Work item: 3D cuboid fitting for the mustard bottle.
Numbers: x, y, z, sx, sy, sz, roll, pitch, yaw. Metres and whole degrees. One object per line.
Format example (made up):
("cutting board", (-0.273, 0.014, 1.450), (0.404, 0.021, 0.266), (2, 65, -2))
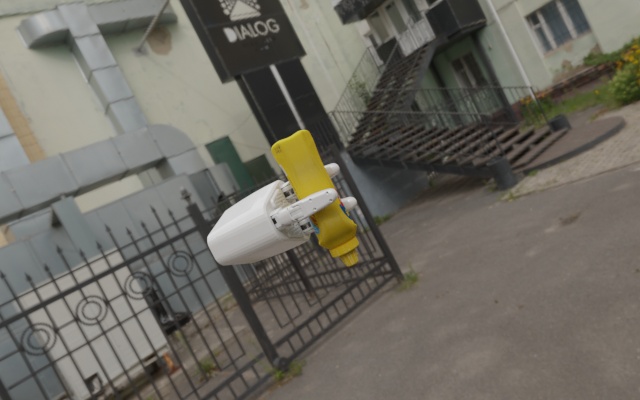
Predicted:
("mustard bottle", (0.000, 0.002, 0.648), (0.058, 0.191, 0.096), (-27, 3, -4))
